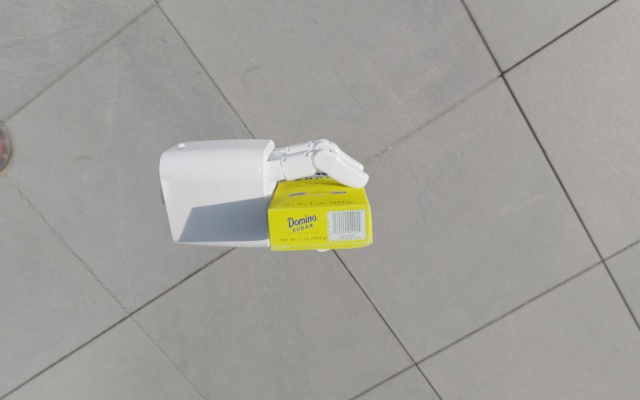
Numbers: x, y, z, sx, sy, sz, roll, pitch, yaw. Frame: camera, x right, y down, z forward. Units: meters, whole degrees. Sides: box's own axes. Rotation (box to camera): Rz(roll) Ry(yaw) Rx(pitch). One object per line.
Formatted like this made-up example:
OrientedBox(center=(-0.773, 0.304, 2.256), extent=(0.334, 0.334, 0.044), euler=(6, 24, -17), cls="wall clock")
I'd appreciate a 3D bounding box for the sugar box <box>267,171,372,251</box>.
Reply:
OrientedBox(center=(0.000, 0.001, 0.504), extent=(0.093, 0.048, 0.176), euler=(-2, 17, 0), cls="sugar box")
